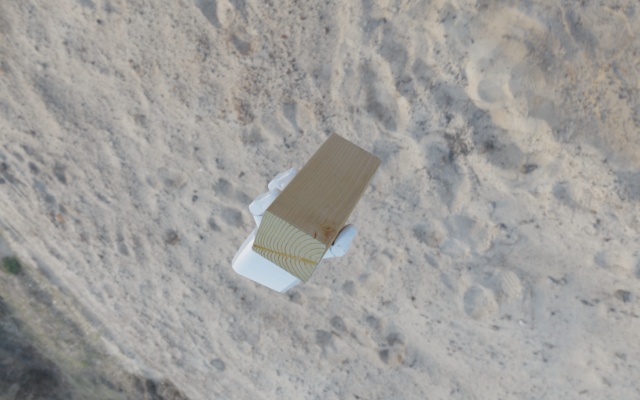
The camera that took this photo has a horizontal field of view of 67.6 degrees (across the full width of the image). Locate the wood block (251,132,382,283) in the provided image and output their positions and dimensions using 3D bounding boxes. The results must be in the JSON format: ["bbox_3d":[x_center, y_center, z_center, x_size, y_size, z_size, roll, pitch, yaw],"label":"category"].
[{"bbox_3d":[0.000,0.003,0.682,0.091,0.090,0.206,31,45,5],"label":"wood block"}]
